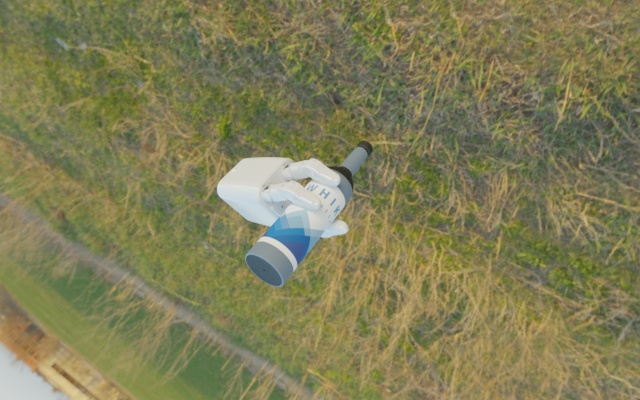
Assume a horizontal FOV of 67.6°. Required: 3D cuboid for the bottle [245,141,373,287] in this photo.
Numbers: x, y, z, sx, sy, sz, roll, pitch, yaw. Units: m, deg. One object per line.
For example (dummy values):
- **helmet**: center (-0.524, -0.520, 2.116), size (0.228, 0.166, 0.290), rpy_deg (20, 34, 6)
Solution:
- **bottle**: center (0.000, 0.003, 0.741), size (0.069, 0.069, 0.295), rpy_deg (0, 40, 44)
